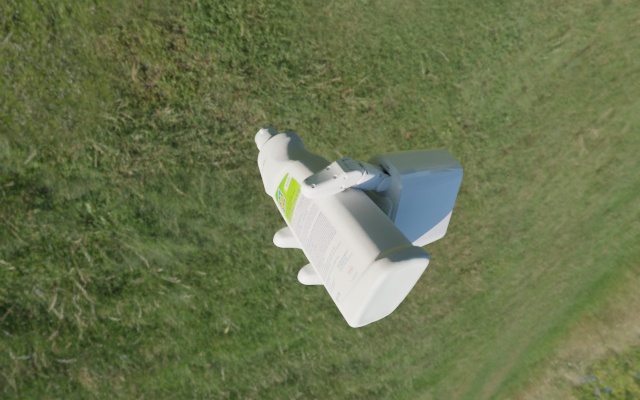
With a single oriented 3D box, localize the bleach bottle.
[{"bbox_3d":[0.000,0.002,0.500,0.068,0.103,0.250,-10,50,-35],"label":"bleach bottle"}]
